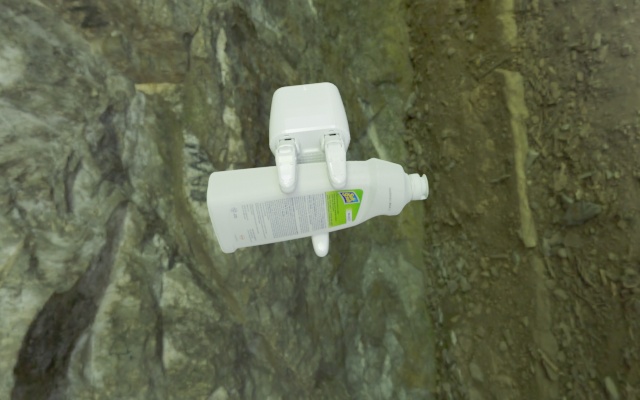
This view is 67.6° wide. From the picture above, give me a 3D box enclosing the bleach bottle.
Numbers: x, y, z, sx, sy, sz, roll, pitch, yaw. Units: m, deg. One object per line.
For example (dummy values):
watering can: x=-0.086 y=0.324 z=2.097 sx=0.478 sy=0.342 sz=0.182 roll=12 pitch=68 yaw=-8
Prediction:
bleach bottle: x=0.000 y=0.002 z=0.571 sx=0.251 sy=0.068 sz=0.103 roll=-6 pitch=-45 yaw=0
